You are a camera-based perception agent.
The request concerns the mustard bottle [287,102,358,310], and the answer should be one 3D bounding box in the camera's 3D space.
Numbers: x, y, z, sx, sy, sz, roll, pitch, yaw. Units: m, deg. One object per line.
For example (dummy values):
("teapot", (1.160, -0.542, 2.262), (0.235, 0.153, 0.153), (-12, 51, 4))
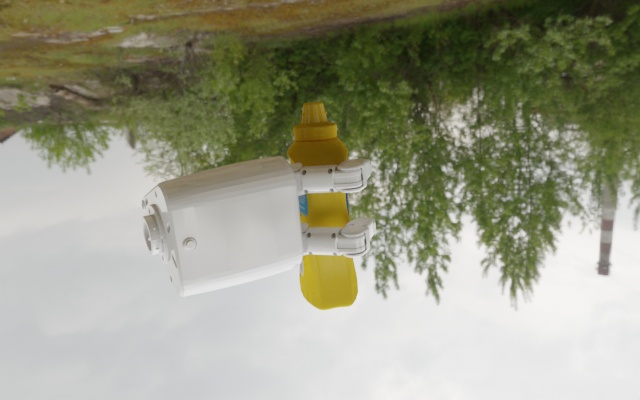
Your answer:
("mustard bottle", (0.000, 0.002, 0.468), (0.058, 0.192, 0.096), (-7, 14, -6))
